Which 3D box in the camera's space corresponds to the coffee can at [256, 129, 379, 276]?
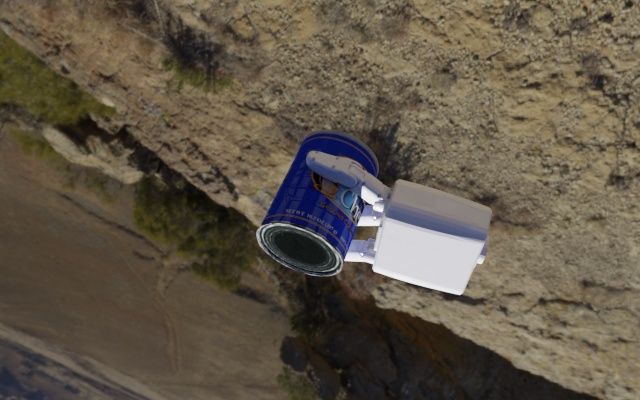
[{"bbox_3d":[0.000,0.002,0.559,0.103,0.140,0.103,17,-33,11],"label":"coffee can"}]
